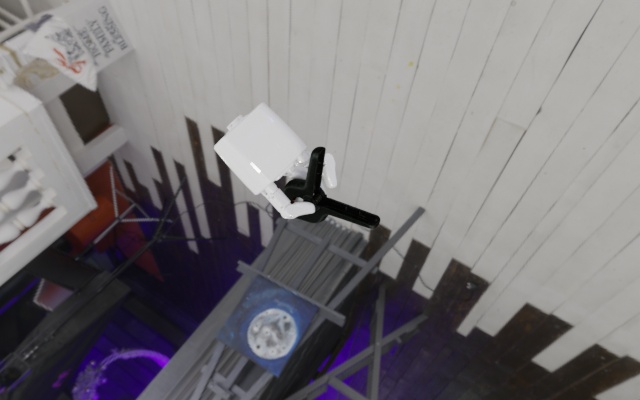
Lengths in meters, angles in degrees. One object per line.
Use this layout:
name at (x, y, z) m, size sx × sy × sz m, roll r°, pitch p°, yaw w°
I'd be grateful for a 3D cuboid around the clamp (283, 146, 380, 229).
clamp at (-0.001, 0.003, 0.833) m, size 0.036 × 0.164 × 0.210 m, roll -48°, pitch 12°, yaw -32°
